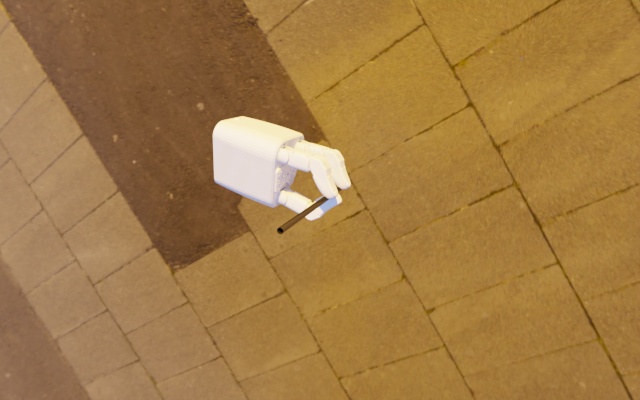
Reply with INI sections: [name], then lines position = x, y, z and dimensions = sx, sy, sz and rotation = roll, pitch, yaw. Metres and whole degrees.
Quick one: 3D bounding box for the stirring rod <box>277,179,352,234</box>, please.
[stirring rod]
position = 0.000, 0.002, 0.637
dimensions = 0.011, 0.011, 0.239
rotation = 0, 15, 23
